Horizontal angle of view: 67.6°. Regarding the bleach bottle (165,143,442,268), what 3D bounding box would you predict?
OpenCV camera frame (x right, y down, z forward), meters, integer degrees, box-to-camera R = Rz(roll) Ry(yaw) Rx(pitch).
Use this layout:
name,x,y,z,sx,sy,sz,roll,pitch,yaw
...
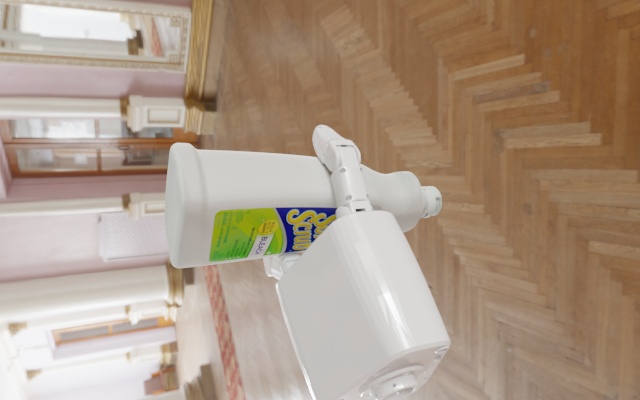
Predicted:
name,x,y,z,sx,sy,sz,roll,pitch,yaw
bleach bottle,0.000,0.001,0.414,0.251,0.068,0.103,-3,-40,-25
